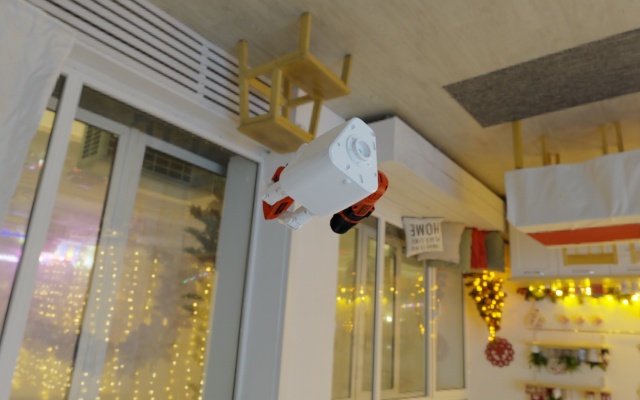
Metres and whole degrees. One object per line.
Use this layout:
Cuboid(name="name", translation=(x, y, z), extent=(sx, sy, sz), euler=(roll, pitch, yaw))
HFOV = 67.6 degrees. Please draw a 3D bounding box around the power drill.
Cuboid(name="power drill", translation=(0.000, 0.003, 0.817), extent=(0.187, 0.057, 0.184), euler=(3, -33, -23))
